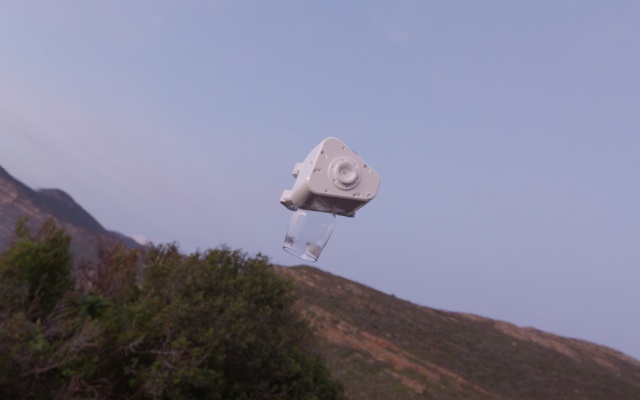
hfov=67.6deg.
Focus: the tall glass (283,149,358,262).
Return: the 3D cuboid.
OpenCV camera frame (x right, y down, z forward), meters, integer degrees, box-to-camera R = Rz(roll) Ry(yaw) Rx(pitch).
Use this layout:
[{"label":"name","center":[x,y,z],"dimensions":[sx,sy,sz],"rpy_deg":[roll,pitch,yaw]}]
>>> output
[{"label":"tall glass","center":[0.000,0.002,0.831],"dimensions":[0.079,0.201,0.079],"rpy_deg":[20,-16,6]}]
